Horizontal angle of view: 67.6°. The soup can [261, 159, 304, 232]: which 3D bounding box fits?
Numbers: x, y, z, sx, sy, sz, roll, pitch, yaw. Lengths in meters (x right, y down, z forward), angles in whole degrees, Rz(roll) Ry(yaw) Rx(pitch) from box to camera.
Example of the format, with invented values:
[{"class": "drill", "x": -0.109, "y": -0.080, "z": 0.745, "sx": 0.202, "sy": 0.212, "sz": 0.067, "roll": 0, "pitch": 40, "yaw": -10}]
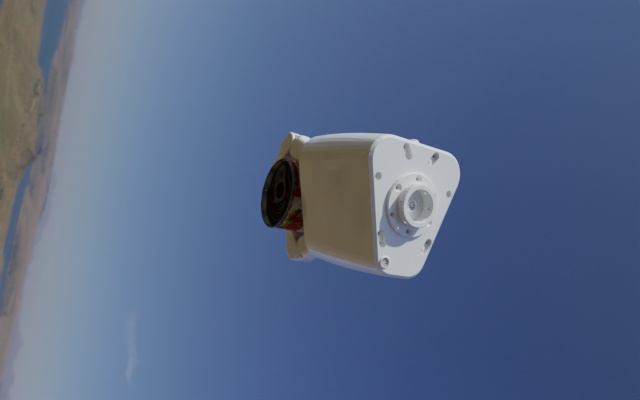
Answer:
[{"class": "soup can", "x": 0.000, "y": 0.002, "z": 0.485, "sx": 0.102, "sy": 0.068, "sz": 0.068, "roll": 12, "pitch": -6, "yaw": -30}]
